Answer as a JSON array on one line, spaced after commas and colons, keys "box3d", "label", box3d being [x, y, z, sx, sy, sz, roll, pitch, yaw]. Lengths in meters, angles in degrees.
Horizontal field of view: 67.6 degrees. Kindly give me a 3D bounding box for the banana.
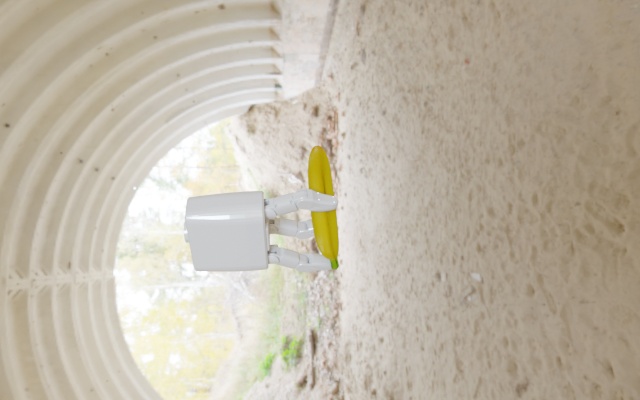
[{"box3d": [0.001, 0.000, 0.707, 0.037, 0.197, 0.070, -5, -16, -5], "label": "banana"}]
